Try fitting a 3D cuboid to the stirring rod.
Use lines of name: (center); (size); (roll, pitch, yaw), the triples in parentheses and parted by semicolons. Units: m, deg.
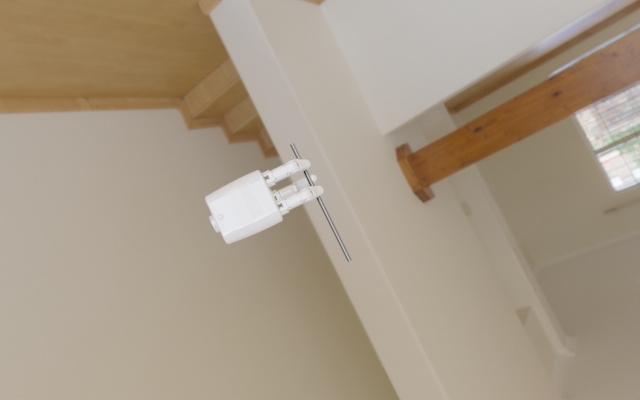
stirring rod: (0.000, 0.003, 0.878); (0.011, 0.239, 0.011); (-26, -4, -2)
